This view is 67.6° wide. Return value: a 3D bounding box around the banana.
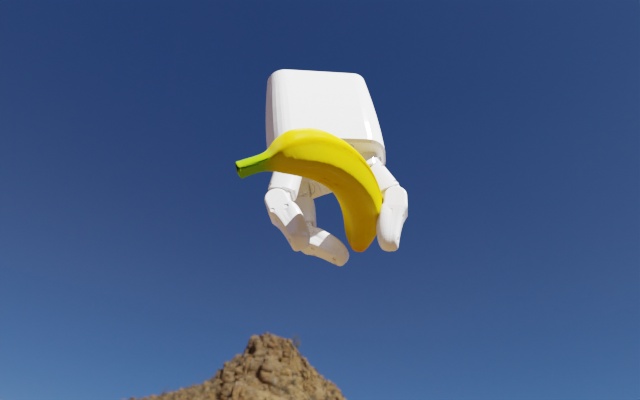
[{"bbox_3d":[0.014,-0.009,0.399,0.069,0.037,0.198,-31,-36,17],"label":"banana"}]
